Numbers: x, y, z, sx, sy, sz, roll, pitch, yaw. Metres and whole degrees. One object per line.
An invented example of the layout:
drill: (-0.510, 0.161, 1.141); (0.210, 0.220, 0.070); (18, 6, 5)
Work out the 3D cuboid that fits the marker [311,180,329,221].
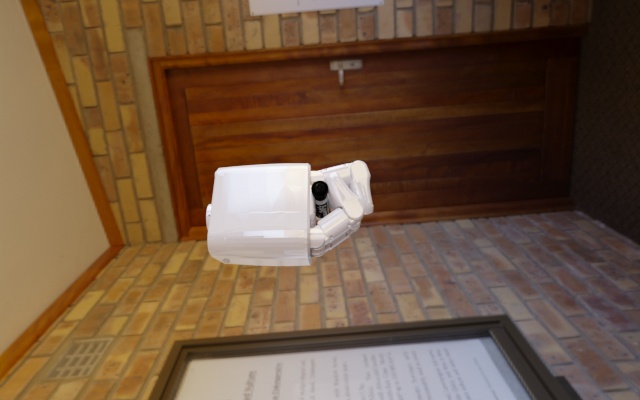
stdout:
marker: (0.000, 0.002, 0.555); (0.020, 0.020, 0.121); (0, -15, 1)
